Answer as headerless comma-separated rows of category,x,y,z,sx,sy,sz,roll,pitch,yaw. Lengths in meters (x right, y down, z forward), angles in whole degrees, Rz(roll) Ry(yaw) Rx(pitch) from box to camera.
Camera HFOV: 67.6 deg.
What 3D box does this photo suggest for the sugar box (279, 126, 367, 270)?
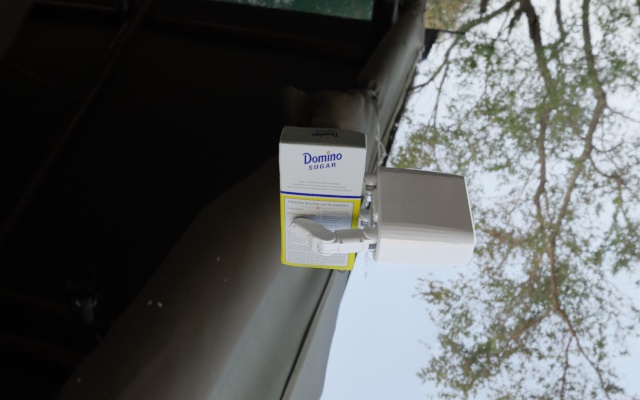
sugar box,0.000,0.002,0.557,0.093,0.176,0.048,4,34,1
